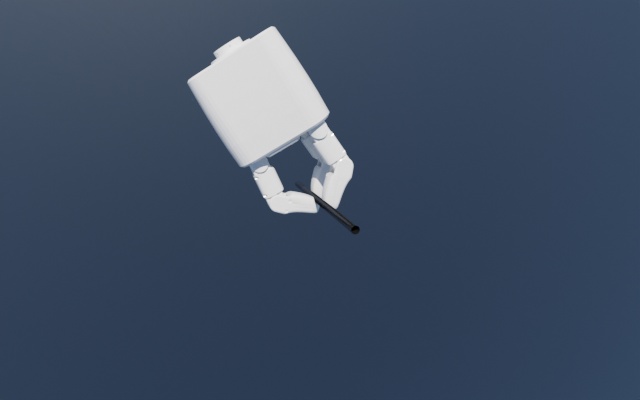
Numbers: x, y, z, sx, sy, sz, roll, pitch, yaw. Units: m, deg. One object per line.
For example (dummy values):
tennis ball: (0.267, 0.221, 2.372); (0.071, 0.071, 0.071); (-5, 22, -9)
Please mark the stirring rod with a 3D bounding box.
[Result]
stirring rod: (0.000, 0.002, 0.531); (0.011, 0.011, 0.239); (0, 12, -15)
